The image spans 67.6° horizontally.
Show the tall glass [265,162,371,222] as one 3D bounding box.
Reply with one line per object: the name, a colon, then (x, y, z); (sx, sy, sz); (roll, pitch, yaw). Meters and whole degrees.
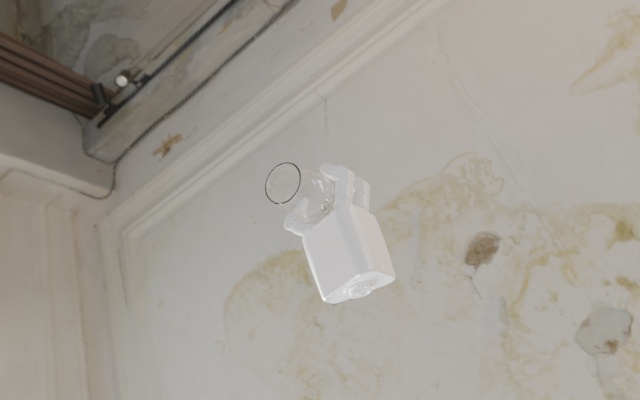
tall glass: (0.000, 0.003, 0.743); (0.079, 0.079, 0.201); (0, -16, 34)
